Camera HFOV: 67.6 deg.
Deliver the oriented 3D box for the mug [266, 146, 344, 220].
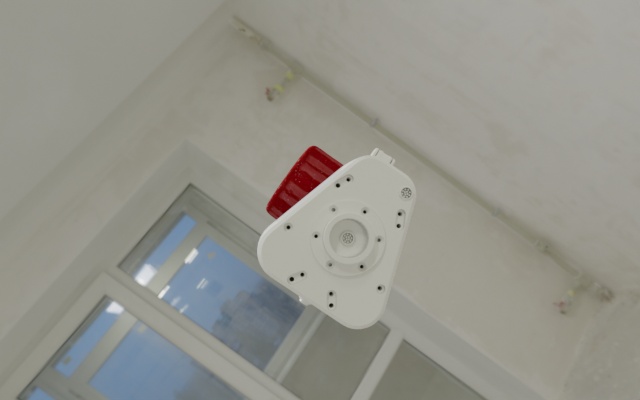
[{"bbox_3d":[0.000,0.002,0.482,0.081,0.093,0.117,36,-8,-1],"label":"mug"}]
